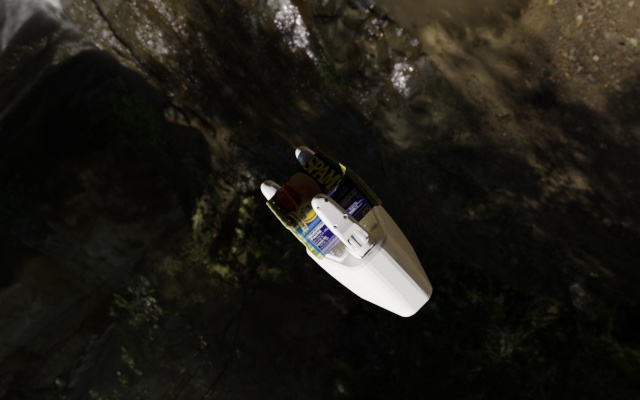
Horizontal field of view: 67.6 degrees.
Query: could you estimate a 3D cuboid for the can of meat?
[{"bbox_3d":[0.000,0.002,0.496,0.057,0.084,0.102,45,-1,-34],"label":"can of meat"}]
